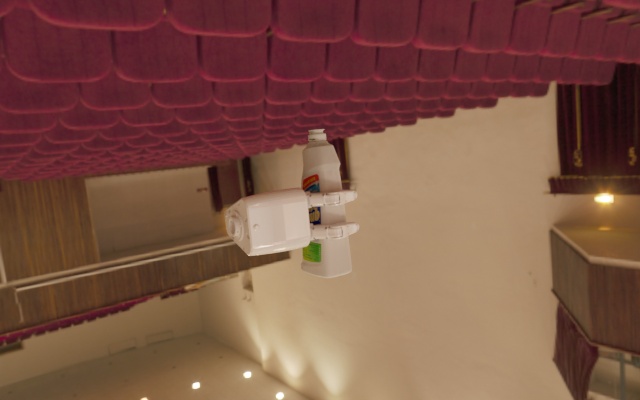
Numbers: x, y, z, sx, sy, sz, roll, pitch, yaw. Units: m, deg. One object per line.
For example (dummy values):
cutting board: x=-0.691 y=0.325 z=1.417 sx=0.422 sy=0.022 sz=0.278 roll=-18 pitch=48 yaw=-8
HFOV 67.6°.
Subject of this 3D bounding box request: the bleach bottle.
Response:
bleach bottle: x=0.000 y=0.003 z=0.838 sx=0.068 sy=0.251 sz=0.102 roll=-9 pitch=7 yaw=-31
